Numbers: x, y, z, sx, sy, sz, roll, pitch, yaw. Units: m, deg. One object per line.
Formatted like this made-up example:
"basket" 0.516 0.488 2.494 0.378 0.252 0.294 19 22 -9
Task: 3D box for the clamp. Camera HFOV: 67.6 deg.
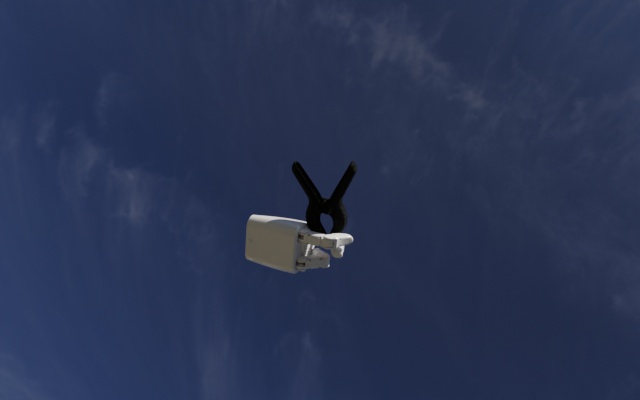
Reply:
"clamp" 0.000 0.003 0.887 0.120 0.171 0.039 12 17 19
